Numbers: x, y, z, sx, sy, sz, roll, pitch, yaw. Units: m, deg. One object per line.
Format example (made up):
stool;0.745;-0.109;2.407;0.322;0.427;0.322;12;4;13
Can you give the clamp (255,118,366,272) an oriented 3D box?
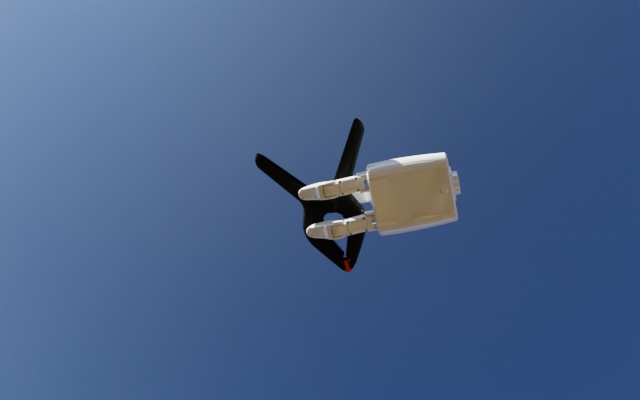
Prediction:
clamp;0.001;0.003;0.684;0.164;0.210;0.036;-10;8;16
